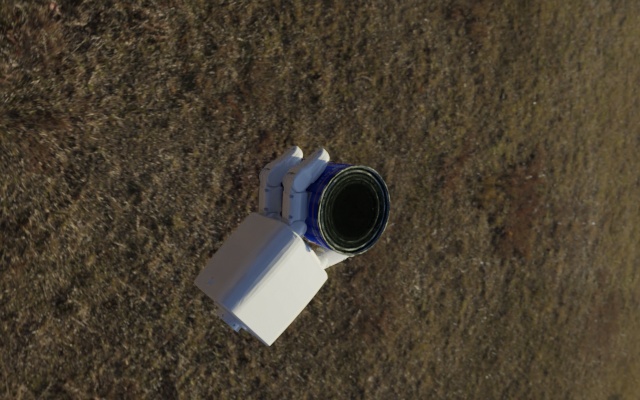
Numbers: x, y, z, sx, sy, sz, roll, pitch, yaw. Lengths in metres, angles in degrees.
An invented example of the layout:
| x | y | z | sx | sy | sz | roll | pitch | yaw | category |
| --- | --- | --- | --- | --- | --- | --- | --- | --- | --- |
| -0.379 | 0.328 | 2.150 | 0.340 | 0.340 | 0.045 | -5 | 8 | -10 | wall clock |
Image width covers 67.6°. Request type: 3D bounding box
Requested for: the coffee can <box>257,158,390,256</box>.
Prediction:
| x | y | z | sx | sy | sz | roll | pitch | yaw | category |
| --- | --- | --- | --- | --- | --- | --- | --- | --- | --- |
| 0.000 | 0.002 | 0.585 | 0.103 | 0.103 | 0.140 | 0 | 8 | -35 | coffee can |
